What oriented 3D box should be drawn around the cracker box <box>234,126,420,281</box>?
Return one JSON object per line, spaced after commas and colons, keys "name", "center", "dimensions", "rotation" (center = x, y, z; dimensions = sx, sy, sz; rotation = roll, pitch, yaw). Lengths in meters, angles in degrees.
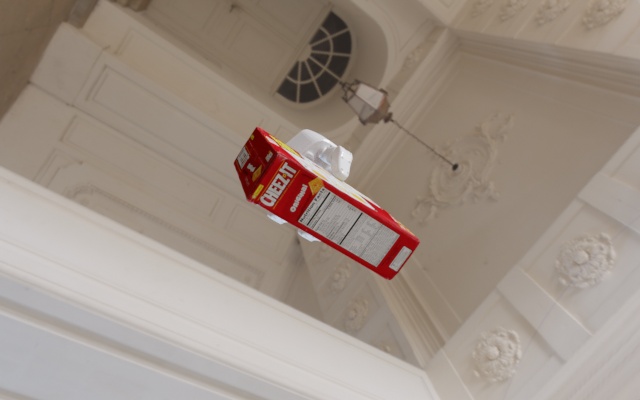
{"name": "cracker box", "center": [0.000, 0.002, 0.613], "dimensions": [0.214, 0.072, 0.164], "rotation": [31, 7, -22]}
